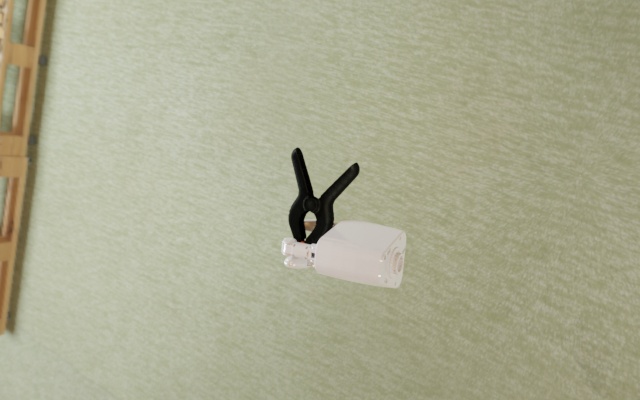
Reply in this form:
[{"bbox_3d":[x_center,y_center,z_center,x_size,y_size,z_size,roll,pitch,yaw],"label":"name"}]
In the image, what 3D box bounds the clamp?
[{"bbox_3d":[0.000,0.003,0.780,0.120,0.171,0.039,8,7,29],"label":"clamp"}]
